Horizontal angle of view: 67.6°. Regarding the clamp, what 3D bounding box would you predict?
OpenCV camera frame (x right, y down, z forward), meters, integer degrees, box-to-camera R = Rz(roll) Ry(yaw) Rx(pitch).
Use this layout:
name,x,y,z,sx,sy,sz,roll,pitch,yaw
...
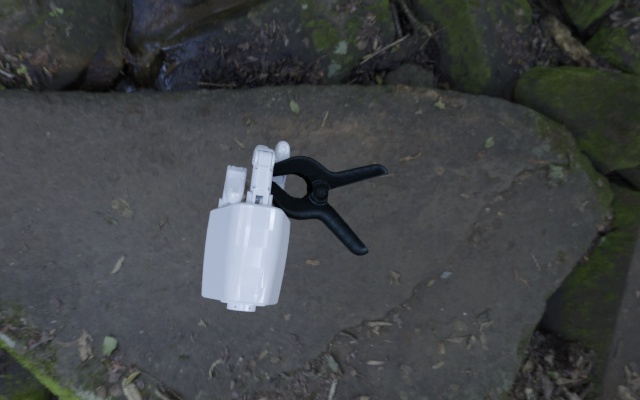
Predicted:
name,x,y,z,sx,sy,sz,roll,pitch,yaw
clamp,0.000,0.002,0.595,0.171,0.120,0.039,8,-13,-13
